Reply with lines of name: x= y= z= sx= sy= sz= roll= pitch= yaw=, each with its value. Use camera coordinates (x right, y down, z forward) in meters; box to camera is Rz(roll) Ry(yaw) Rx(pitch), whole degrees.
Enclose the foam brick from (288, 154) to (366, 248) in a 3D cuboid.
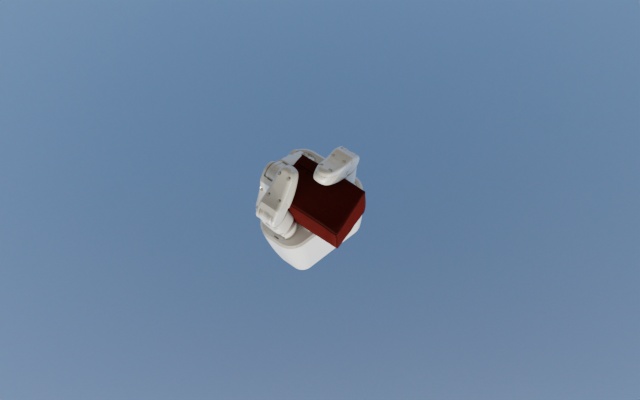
foam brick: x=0.000 y=0.002 z=0.477 sx=0.078 sy=0.053 sz=0.051 roll=32 pitch=-16 yaw=17
